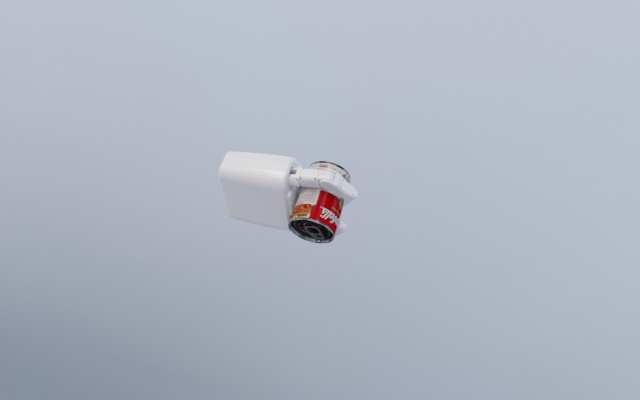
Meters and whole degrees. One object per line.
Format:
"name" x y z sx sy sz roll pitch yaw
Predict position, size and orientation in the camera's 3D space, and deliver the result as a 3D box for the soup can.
"soup can" 0.001 0.002 0.696 0.068 0.102 0.068 14 -29 8
